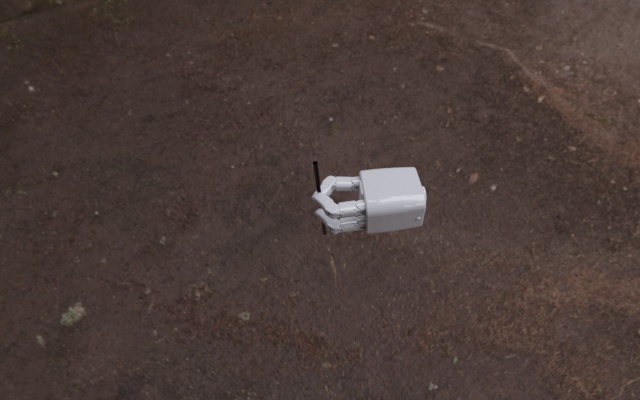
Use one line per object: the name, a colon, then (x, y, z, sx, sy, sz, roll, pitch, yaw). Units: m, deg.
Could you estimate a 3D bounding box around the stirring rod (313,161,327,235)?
stirring rod: (0.000, 0.003, 0.891, 0.011, 0.011, 0.240, 0, -33, 5)
